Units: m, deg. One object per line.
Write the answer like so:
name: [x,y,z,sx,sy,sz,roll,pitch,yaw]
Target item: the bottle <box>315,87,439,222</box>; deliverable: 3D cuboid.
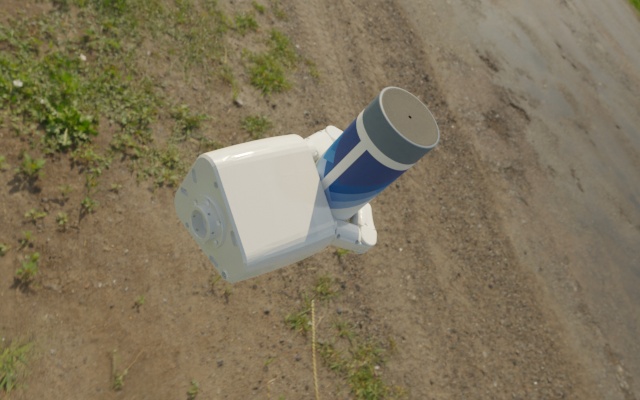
bottle: [0.000,0.002,0.509,0.069,0.069,0.296,0,-30,-37]
